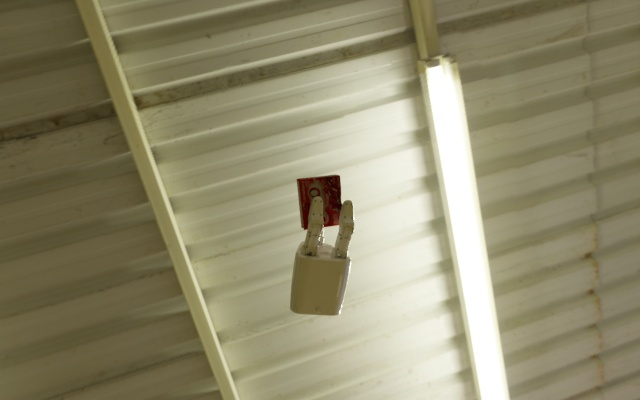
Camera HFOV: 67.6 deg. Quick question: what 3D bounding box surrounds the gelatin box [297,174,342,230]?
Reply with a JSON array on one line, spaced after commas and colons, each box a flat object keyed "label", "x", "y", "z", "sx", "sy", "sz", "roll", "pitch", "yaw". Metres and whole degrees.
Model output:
[{"label": "gelatin box", "x": 0.000, "y": 0.002, "z": 0.825, "sx": 0.073, "sy": 0.089, "sz": 0.030, "roll": -7, "pitch": 8, "yaw": -11}]
